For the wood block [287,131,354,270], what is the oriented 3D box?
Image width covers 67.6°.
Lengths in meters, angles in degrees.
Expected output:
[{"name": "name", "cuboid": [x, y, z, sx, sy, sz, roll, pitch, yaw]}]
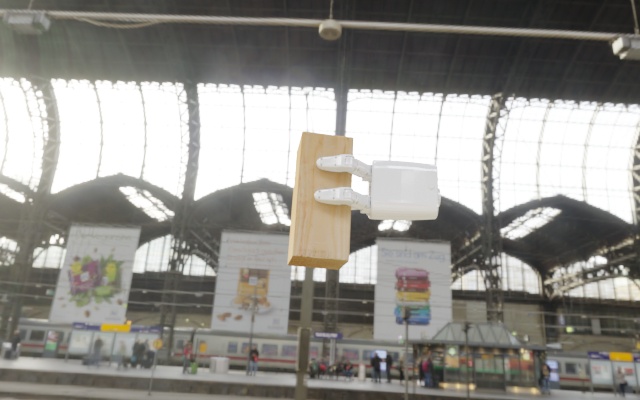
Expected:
[{"name": "wood block", "cuboid": [0.000, 0.003, 0.790, 0.090, 0.206, 0.091, 6, -18, -6]}]
